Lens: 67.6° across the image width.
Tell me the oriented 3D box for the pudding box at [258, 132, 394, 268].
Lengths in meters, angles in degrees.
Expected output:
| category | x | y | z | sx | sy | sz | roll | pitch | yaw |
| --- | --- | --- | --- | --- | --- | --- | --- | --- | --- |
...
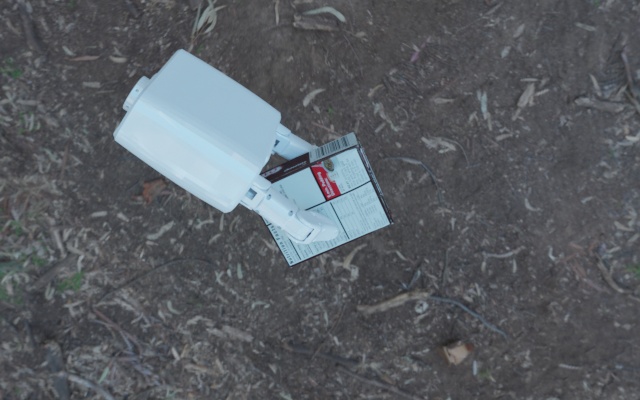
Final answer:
| category | x | y | z | sx | sy | sz | roll | pitch | yaw |
| --- | --- | --- | --- | --- | --- | --- | --- | --- | --- |
| pudding box | 0.000 | 0.001 | 0.449 | 0.113 | 0.090 | 0.039 | -23 | 24 | 9 |
